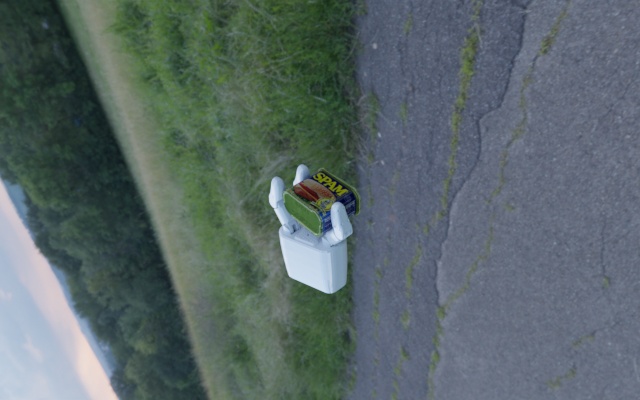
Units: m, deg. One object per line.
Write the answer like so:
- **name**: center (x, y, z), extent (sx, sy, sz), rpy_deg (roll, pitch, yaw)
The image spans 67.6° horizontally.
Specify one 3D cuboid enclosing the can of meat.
- **can of meat**: center (0.000, 0.003, 0.772), extent (0.084, 0.057, 0.102), rpy_deg (-31, 48, -29)
